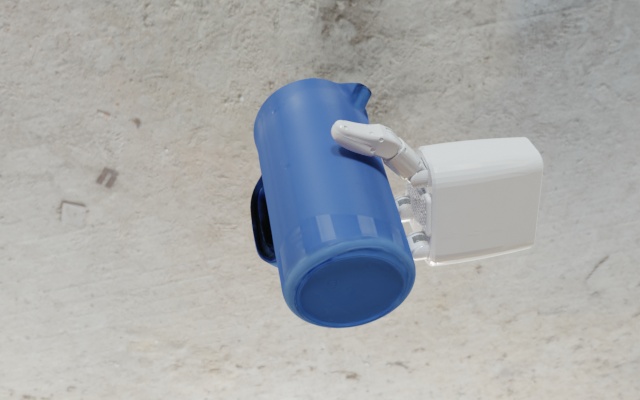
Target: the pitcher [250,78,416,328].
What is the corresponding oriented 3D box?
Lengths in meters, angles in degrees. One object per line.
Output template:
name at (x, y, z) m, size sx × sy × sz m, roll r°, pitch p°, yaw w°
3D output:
pitcher at (0.000, 0.001, 0.466) m, size 0.145 × 0.149 × 0.242 m, roll -6°, pitch 41°, yaw -6°
